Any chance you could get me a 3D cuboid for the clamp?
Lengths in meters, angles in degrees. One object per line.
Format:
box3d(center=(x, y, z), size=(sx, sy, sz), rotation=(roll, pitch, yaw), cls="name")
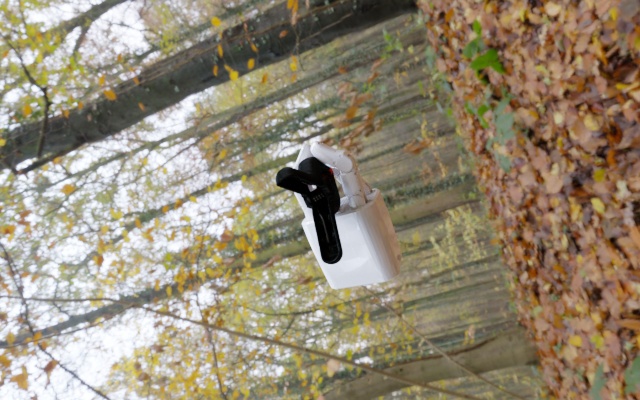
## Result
box3d(center=(0.000, 0.002, 0.576), size=(0.039, 0.120, 0.171), rotation=(-19, 10, 17), cls="clamp")
